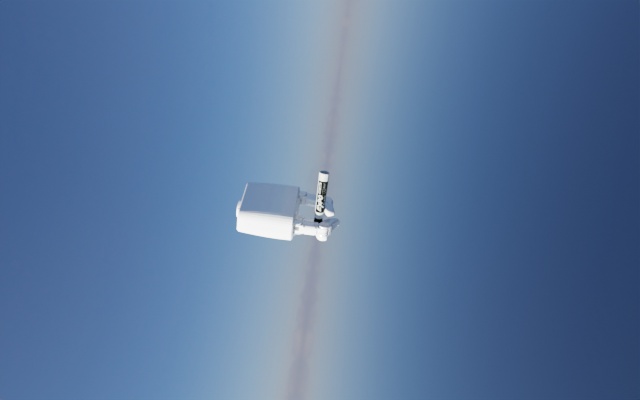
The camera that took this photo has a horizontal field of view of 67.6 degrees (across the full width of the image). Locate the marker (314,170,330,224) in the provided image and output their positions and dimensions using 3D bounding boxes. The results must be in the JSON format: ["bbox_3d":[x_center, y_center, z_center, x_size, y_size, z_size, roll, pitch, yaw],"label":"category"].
[{"bbox_3d":[0.000,0.003,0.894,0.020,0.121,0.020,6,25,-3],"label":"marker"}]
